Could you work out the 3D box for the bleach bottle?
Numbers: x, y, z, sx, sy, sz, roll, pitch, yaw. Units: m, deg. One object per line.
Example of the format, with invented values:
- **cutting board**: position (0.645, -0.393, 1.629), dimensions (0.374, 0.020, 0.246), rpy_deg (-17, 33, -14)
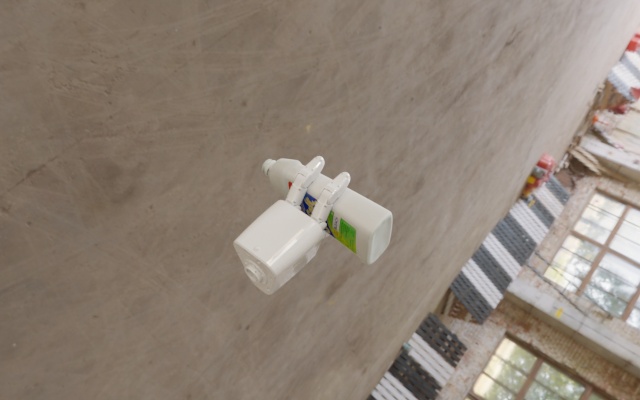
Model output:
- **bleach bottle**: position (0.000, 0.003, 0.805), dimensions (0.250, 0.103, 0.068), rpy_deg (32, 56, 27)
